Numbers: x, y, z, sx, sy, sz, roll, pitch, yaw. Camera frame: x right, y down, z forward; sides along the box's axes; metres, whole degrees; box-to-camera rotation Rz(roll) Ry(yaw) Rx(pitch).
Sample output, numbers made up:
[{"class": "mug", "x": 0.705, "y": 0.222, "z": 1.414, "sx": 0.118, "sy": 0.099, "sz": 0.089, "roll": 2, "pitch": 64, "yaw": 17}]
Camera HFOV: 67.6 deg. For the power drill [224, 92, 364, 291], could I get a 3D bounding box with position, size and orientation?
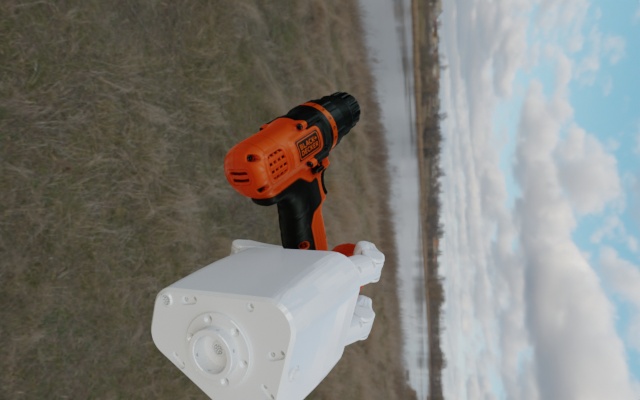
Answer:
[{"class": "power drill", "x": 0.000, "y": 0.002, "z": 0.460, "sx": 0.057, "sy": 0.188, "sz": 0.184, "roll": 0, "pitch": 26, "yaw": 37}]
